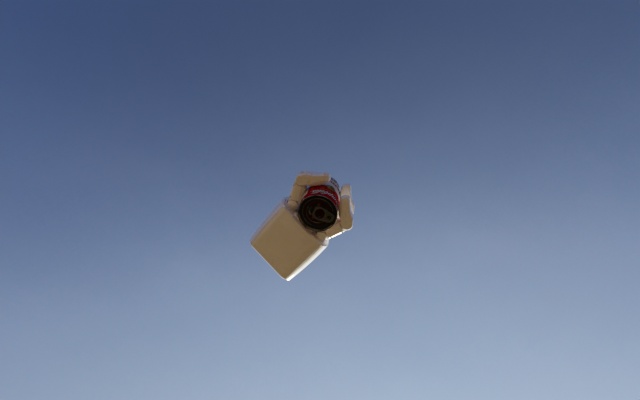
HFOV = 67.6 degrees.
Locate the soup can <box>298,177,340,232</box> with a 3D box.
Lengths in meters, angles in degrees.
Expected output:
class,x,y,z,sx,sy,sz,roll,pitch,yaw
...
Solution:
class,x,y,z,sx,sy,sz,roll,pitch,yaw
soup can,0.000,0.002,0.842,0.068,0.068,0.102,0,23,6
